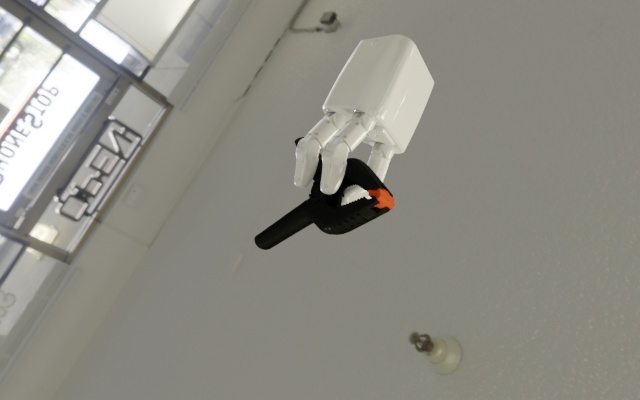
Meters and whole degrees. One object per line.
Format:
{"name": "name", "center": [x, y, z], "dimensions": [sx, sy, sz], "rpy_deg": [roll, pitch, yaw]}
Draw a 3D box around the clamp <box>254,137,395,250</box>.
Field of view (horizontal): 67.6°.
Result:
{"name": "clamp", "center": [0.001, 0.002, 0.582], "dimensions": [0.036, 0.164, 0.210], "rpy_deg": [30, -9, -37]}
